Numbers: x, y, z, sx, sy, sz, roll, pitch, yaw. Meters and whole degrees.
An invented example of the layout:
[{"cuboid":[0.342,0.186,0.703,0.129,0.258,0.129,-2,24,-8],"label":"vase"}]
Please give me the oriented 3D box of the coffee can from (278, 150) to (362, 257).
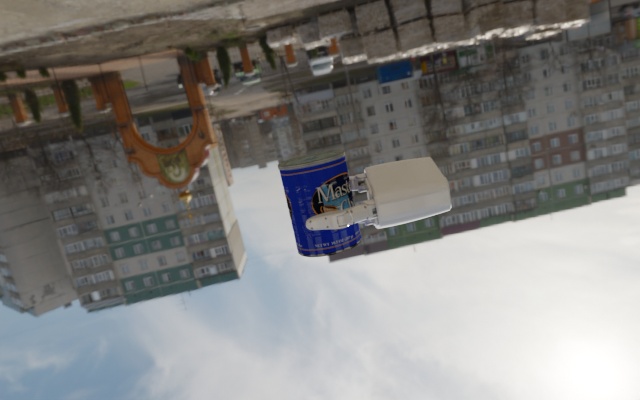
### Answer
[{"cuboid":[0.000,0.002,0.727,0.103,0.140,0.102,-12,12,2],"label":"coffee can"}]
